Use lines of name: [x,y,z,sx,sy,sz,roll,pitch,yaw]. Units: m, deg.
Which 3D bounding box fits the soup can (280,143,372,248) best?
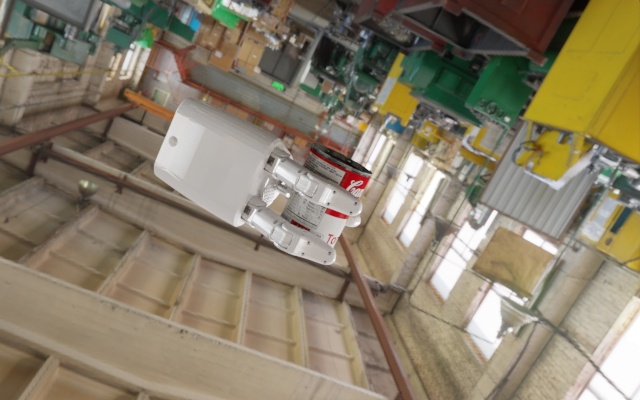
soup can: [0.000,0.002,0.492,0.068,0.102,0.068,26,12,-6]
